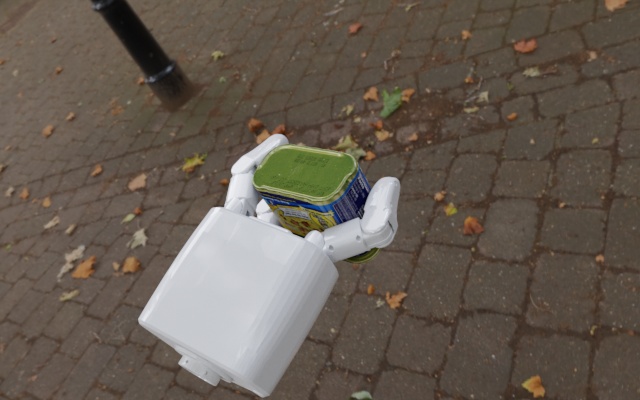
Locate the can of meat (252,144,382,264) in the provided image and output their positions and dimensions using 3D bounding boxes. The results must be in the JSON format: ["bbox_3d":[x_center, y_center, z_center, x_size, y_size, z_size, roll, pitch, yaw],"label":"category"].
[{"bbox_3d":[0.000,0.001,0.413,0.102,0.057,0.084,13,-31,38],"label":"can of meat"}]
